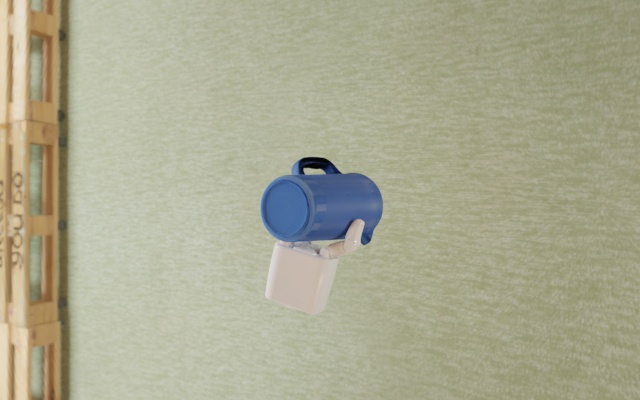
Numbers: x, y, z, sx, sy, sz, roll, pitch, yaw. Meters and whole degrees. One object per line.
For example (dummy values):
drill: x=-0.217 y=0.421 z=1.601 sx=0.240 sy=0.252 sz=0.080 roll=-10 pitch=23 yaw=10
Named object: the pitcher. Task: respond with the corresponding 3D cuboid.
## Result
pitcher: x=0.000 y=0.003 z=0.857 sx=0.149 sy=0.145 sz=0.243 roll=19 pitch=10 yaw=29
